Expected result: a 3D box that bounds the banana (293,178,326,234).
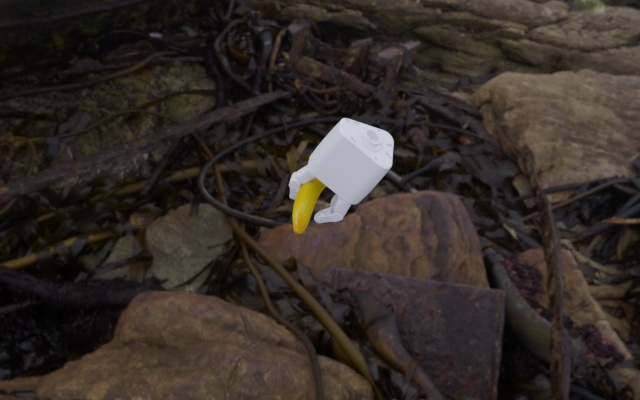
[{"bbox_3d":[-0.007,-0.014,0.884,0.037,0.070,0.197,-19,17,35],"label":"banana"}]
